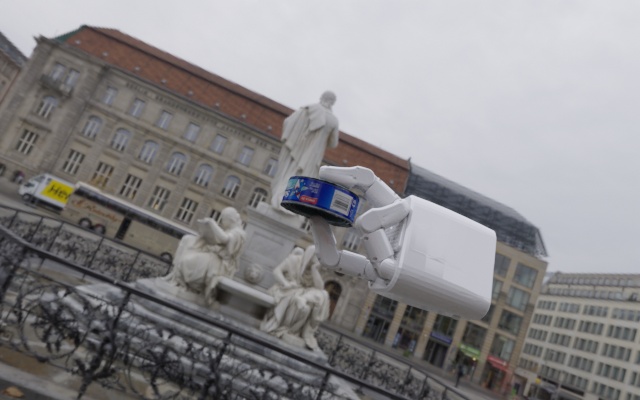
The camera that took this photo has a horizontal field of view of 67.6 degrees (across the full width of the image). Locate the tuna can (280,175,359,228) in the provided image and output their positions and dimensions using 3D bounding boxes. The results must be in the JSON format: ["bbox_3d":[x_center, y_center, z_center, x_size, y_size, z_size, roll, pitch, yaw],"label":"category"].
[{"bbox_3d":[0.000,0.001,0.541,0.086,0.033,0.086,17,-10,3],"label":"tuna can"}]
